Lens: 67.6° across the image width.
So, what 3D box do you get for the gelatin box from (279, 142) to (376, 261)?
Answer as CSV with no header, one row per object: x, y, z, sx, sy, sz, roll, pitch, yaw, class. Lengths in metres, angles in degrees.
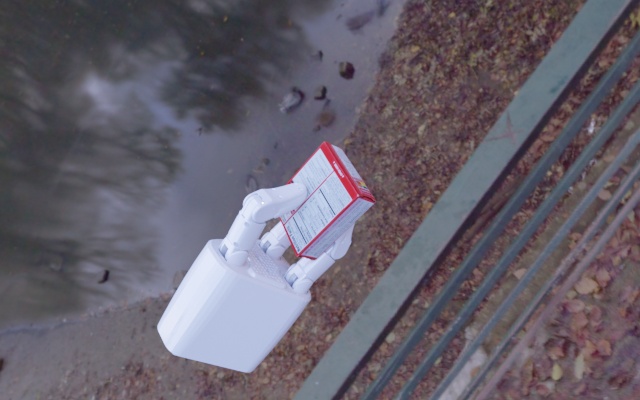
0.000,0.001,0.454,0.030,0.073,0.089,17,-55,-46,gelatin box
